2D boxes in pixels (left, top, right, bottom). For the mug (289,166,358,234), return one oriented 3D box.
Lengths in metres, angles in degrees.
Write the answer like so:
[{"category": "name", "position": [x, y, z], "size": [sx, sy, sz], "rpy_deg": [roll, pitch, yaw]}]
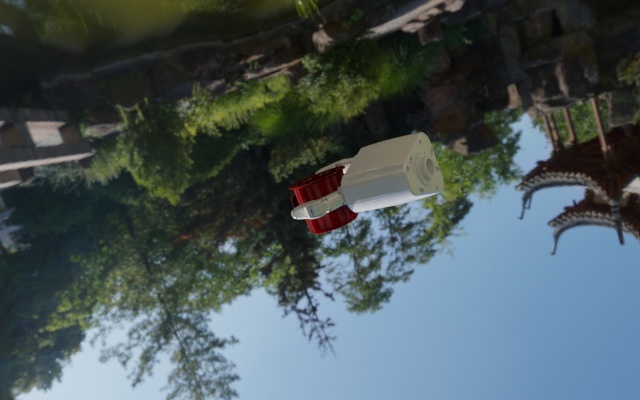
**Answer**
[{"category": "mug", "position": [-0.001, 0.003, 0.751], "size": [0.117, 0.081, 0.093], "rpy_deg": [-14, 11, 41]}]
